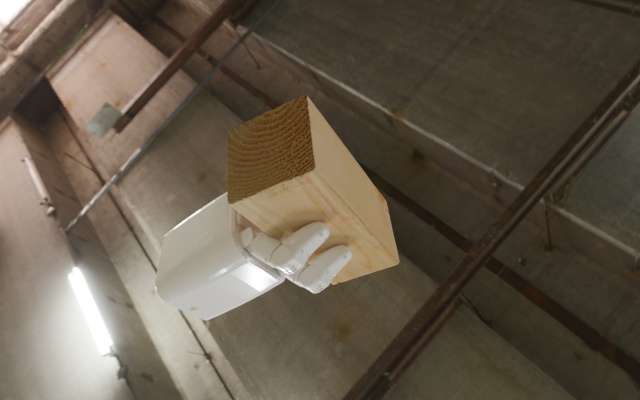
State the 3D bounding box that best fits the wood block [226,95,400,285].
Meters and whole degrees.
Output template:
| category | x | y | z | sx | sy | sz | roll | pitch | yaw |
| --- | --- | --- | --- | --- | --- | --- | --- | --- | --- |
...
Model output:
| category | x | y | z | sx | sy | sz | roll | pitch | yaw |
| --- | --- | --- | --- | --- | --- | --- | --- | --- | --- |
| wood block | 0.000 | 0.002 | 0.499 | 0.090 | 0.090 | 0.206 | -21 | -37 | 18 |
